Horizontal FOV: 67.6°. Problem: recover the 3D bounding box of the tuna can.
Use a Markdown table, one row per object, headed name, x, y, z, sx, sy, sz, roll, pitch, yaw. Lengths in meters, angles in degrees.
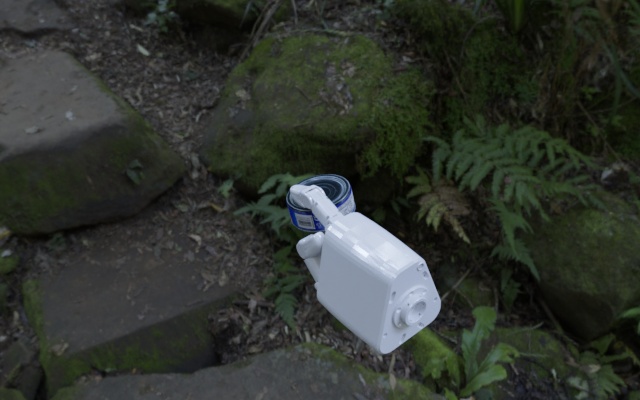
| name | x | y | z | sx | sy | sz | roll | pitch | yaw |
| --- | --- | --- | --- | --- | --- | --- | --- | --- | --- |
| tuna can | 0.000 | 0.002 | 0.612 | 0.086 | 0.034 | 0.086 | -10 | 33 | 7 |
